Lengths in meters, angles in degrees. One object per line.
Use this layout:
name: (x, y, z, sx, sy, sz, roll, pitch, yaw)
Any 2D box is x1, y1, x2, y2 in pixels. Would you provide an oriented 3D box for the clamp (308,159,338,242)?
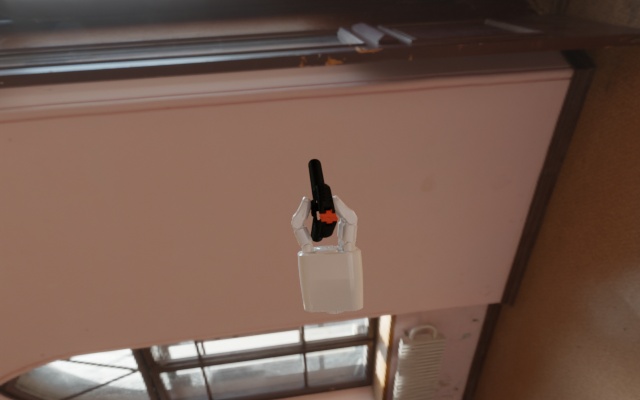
clamp: (-0.001, 0.003, 0.857, 0.036, 0.164, 0.210, -4, 2, -6)
